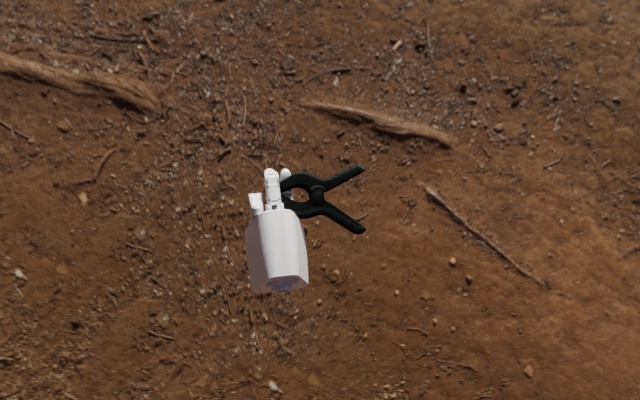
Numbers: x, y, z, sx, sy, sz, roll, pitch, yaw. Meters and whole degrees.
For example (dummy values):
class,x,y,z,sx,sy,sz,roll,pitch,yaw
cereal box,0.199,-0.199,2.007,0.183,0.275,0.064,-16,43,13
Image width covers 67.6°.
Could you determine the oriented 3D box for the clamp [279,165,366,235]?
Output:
class,x,y,z,sx,sy,sz,roll,pitch,yaw
clamp,0.000,0.002,0.792,0.171,0.120,0.039,-5,-20,-9
